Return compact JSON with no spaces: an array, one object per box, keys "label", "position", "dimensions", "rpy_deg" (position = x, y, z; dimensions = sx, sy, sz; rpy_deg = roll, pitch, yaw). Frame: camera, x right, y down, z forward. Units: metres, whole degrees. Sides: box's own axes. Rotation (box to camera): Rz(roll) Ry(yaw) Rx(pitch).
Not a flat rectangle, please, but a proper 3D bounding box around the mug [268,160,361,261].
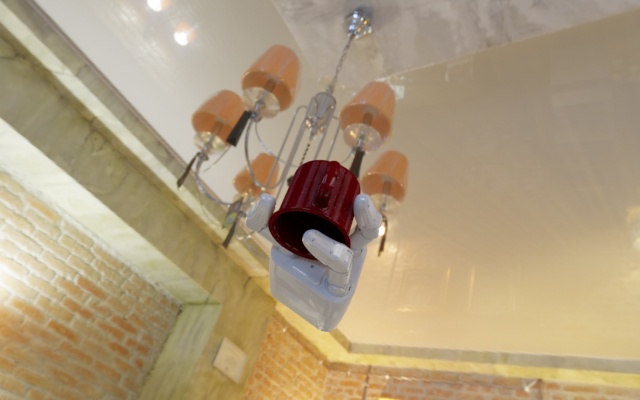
[{"label":"mug","position":[0.000,0.001,0.527],"dimensions":[0.093,0.081,0.117],"rpy_deg":[18,-37,2]}]
